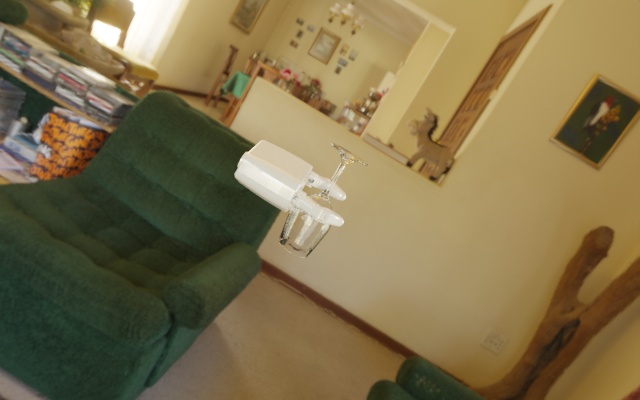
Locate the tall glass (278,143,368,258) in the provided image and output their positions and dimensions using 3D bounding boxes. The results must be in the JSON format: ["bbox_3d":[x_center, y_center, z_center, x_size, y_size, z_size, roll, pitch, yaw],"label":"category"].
[{"bbox_3d":[0.001,0.002,0.842,0.079,0.201,0.079,29,12,-7],"label":"tall glass"}]
